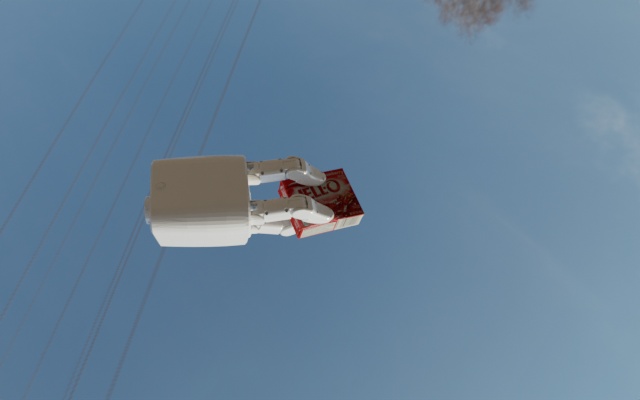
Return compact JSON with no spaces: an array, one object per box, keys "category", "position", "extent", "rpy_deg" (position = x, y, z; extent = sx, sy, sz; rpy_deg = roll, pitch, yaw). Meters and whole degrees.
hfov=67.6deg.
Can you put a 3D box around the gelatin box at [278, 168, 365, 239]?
[{"category":"gelatin box","position":[0.000,0.002,0.600],"extent":[0.089,0.073,0.030],"rpy_deg":[-12,-29,-23]}]
